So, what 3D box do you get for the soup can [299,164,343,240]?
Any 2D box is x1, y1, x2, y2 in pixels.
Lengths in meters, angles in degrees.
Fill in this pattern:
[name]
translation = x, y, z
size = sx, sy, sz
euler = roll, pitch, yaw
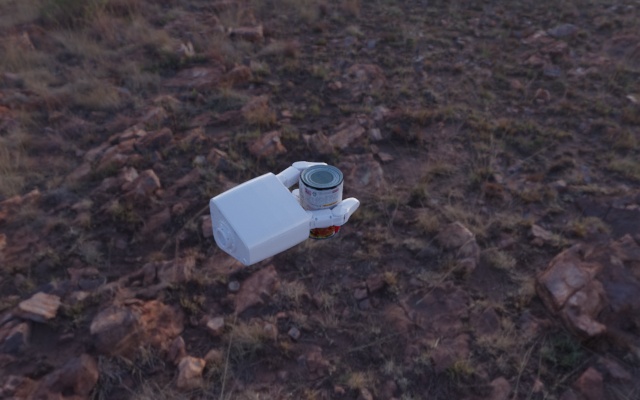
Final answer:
[soup can]
translation = 0.001, 0.002, 0.757
size = 0.068, 0.102, 0.068
euler = 1, 37, -1
